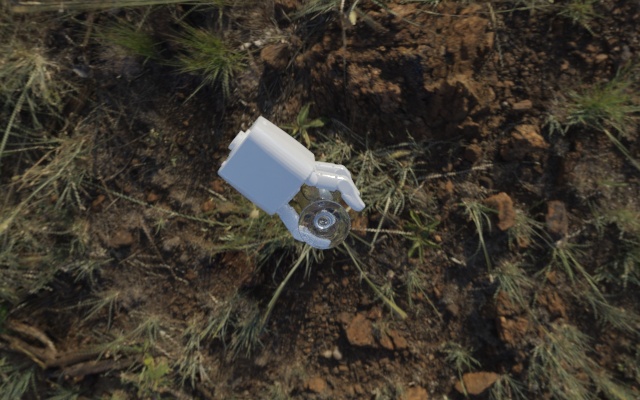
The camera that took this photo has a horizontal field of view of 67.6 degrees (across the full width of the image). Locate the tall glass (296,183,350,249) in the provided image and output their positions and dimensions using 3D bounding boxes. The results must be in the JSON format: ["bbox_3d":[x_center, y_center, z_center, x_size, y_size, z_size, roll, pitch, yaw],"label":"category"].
[{"bbox_3d":[0.000,0.003,0.765,0.079,0.079,0.201,0,19,-3],"label":"tall glass"}]
